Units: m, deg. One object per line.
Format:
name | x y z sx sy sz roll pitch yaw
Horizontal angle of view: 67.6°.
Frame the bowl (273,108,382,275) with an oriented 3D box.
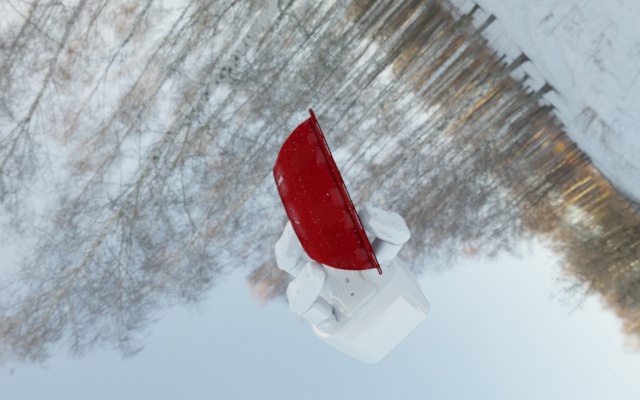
bowl | -0.001 0.001 0.433 0.055 0.162 0.162 -23 -1 3
